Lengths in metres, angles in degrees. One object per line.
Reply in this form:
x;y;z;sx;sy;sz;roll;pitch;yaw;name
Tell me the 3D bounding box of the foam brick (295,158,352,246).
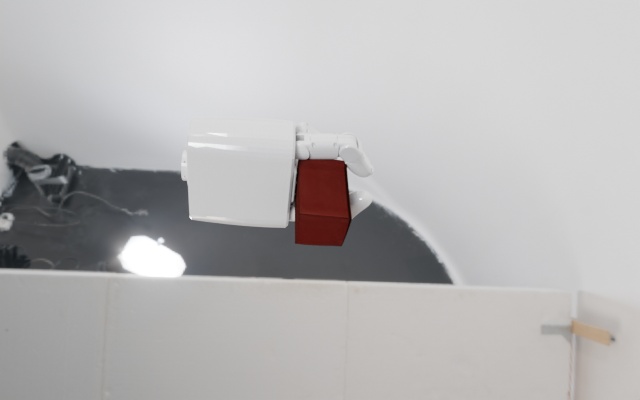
0.000;0.002;0.494;0.051;0.078;0.053;3;-39;-8;foam brick
